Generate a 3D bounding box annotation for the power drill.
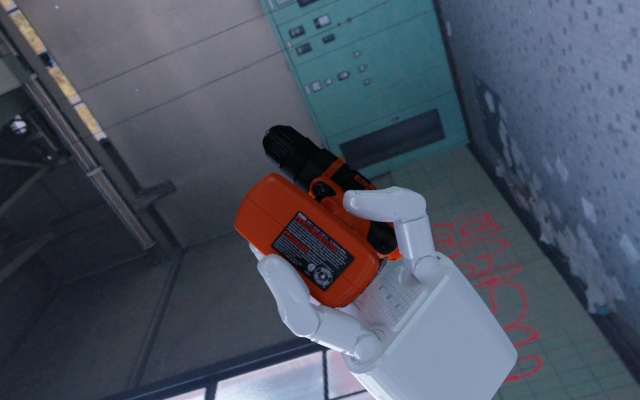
[{"bbox_3d":[0.000,0.002,0.412,0.184,0.057,0.187,38,19,5],"label":"power drill"}]
